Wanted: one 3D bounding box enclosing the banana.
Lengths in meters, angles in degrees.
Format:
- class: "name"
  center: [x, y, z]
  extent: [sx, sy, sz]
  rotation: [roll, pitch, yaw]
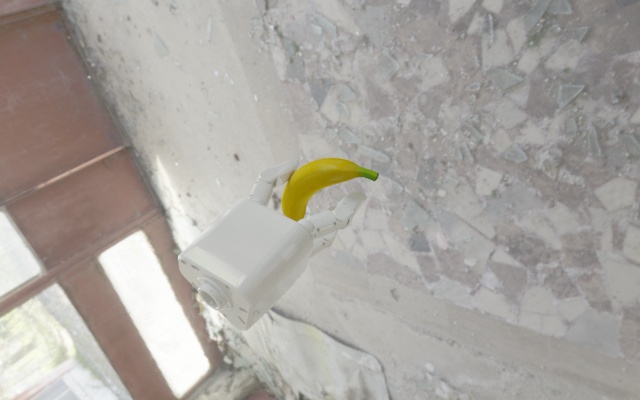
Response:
- class: "banana"
  center: [-0.011, -0.012, 0.623]
  extent: [0.198, 0.069, 0.037]
  rotation: [-30, 19, 53]
